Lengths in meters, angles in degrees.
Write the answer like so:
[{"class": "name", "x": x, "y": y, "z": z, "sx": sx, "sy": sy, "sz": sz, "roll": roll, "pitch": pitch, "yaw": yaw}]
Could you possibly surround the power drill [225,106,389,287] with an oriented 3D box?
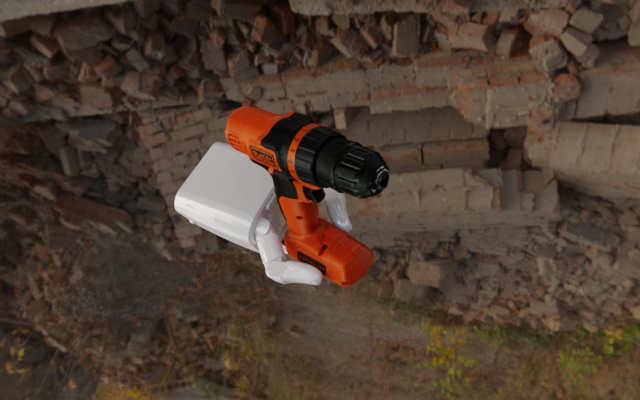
[{"class": "power drill", "x": 0.000, "y": 0.002, "z": 0.470, "sx": 0.184, "sy": 0.188, "sz": 0.057, "roll": 27, "pitch": 57, "yaw": 38}]
